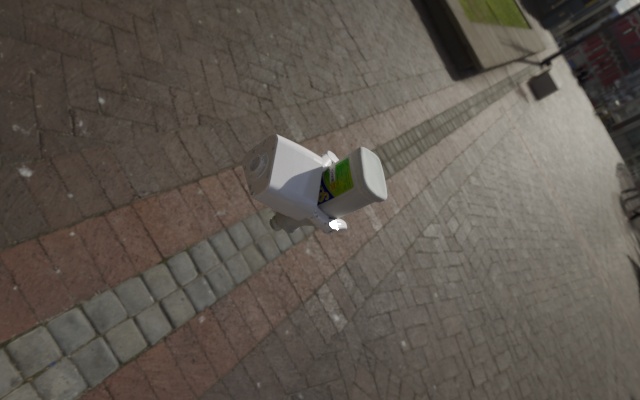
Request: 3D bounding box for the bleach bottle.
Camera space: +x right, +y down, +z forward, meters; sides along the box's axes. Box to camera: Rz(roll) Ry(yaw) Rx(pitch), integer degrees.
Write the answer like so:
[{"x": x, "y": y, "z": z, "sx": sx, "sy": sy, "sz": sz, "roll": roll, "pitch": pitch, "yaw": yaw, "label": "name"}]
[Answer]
[{"x": 0.000, "y": 0.003, "z": 0.875, "sx": 0.251, "sy": 0.102, "sz": 0.068, "roll": -30, "pitch": -40, "yaw": 33, "label": "bleach bottle"}]
